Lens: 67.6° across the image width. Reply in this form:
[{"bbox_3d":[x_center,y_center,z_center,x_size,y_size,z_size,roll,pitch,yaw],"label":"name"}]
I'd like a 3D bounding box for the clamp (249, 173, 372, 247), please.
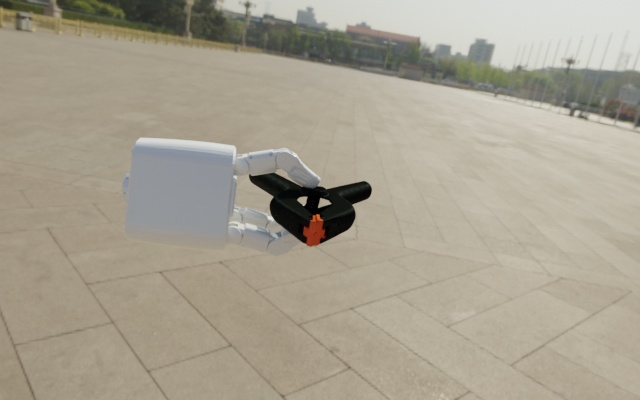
[{"bbox_3d":[0.000,0.001,0.559,0.164,0.036,0.210,5,17,-11],"label":"clamp"}]
